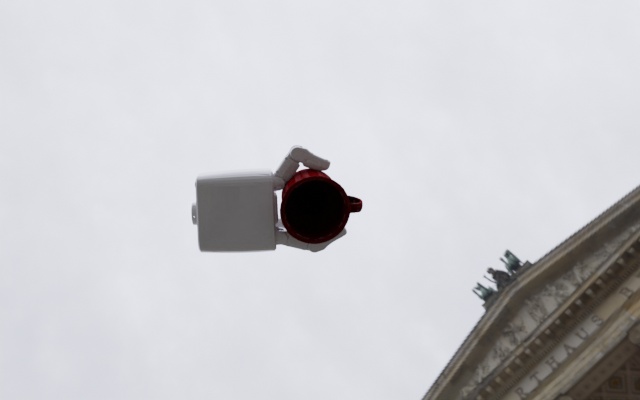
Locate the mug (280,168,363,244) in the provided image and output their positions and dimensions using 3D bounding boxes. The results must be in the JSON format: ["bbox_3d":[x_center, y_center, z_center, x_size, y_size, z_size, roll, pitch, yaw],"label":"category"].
[{"bbox_3d":[0.002,0.002,0.661,0.117,0.093,0.081,-1,16,-8],"label":"mug"}]
